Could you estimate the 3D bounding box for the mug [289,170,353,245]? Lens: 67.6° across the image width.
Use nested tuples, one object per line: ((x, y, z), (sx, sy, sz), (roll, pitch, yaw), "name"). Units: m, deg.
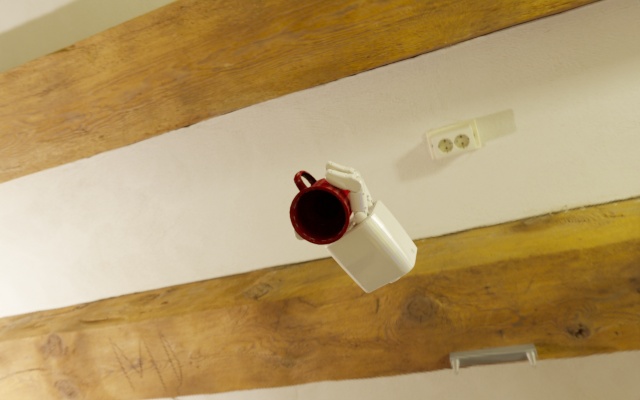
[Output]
((-0.001, 0.001, 0.745), (0.093, 0.117, 0.081), (-38, 4, 22), "mug")
